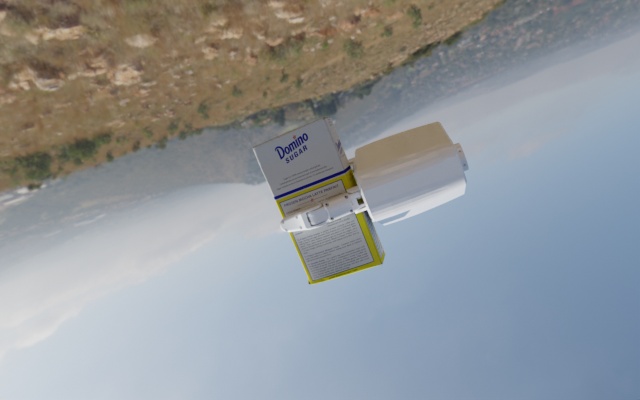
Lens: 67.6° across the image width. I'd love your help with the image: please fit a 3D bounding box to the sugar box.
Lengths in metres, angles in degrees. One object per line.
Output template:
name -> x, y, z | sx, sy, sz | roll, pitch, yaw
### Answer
sugar box -> 0.000, 0.002, 0.553 | 0.093, 0.176, 0.048 | -20, 5, 16
